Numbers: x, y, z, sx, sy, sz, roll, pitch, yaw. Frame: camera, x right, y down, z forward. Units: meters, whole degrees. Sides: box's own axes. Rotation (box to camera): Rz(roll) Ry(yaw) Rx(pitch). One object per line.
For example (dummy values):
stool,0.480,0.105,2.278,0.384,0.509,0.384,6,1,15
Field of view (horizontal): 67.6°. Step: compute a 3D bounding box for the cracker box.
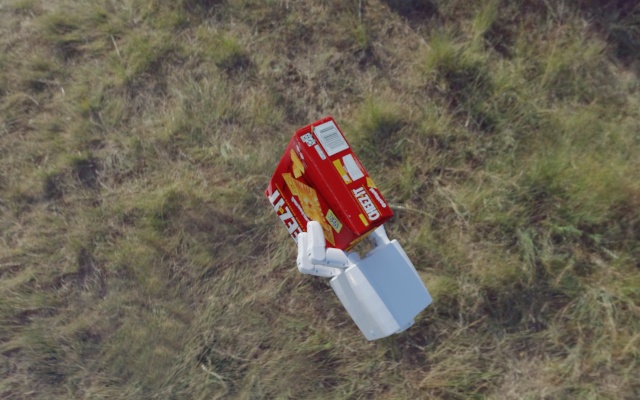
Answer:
cracker box,0.000,0.002,0.712,0.072,0.164,0.214,-27,-10,-26
